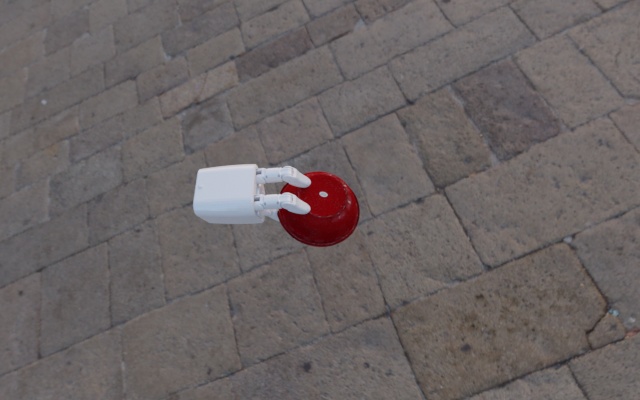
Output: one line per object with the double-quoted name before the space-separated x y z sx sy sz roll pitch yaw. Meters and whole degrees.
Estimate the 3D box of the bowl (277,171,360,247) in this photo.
"bowl" 0.001 0.003 0.893 0.162 0.162 0.055 0 -29 -10
